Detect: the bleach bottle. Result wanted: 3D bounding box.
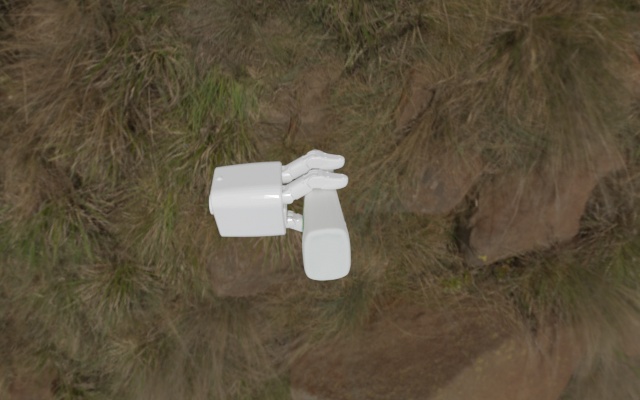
[{"bbox_3d":[0.000,0.002,0.765,0.068,0.103,0.250,-4,37,-2],"label":"bleach bottle"}]
